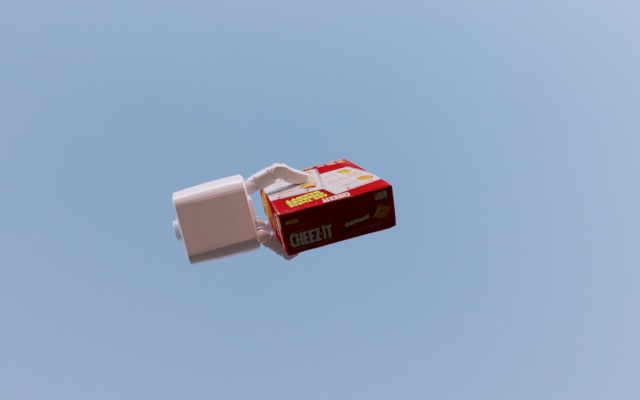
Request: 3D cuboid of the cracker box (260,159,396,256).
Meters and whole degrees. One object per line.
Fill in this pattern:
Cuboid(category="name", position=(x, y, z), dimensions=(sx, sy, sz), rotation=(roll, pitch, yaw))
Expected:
Cuboid(category="cracker box", position=(0.000, 0.002, 0.745), dimensions=(0.164, 0.072, 0.213), rotation=(-15, 18, -11))
